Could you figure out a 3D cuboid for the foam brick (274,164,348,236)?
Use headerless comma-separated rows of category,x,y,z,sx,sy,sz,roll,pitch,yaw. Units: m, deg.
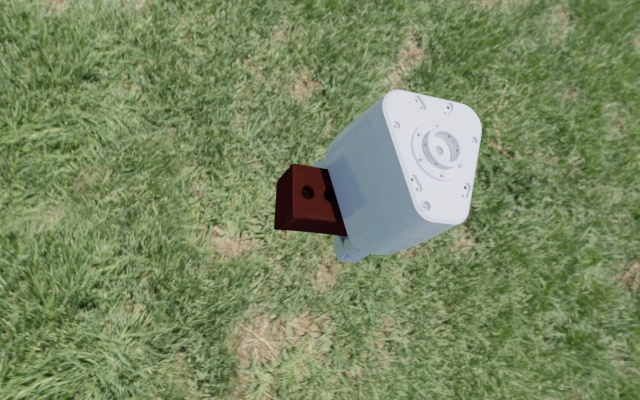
foam brick,0.000,0.002,0.460,0.078,0.053,0.051,7,-19,-21
